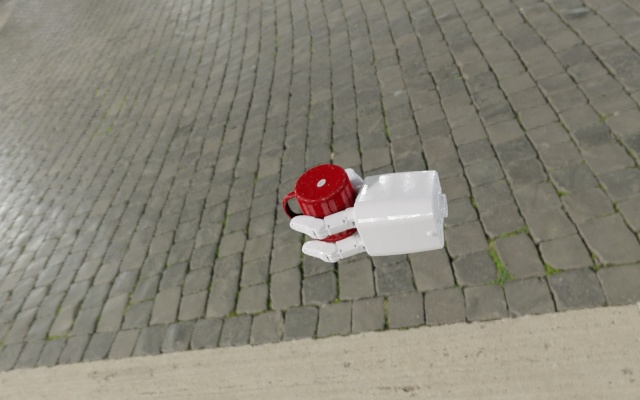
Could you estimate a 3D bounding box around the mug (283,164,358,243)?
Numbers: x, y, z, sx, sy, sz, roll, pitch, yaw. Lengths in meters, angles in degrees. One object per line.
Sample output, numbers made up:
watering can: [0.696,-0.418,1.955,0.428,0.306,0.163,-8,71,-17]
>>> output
mug: [-0.001,0.002,0.708,0.117,0.093,0.082,-7,-47,19]
